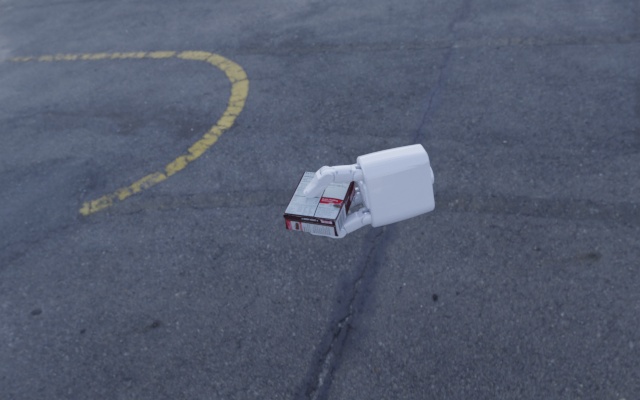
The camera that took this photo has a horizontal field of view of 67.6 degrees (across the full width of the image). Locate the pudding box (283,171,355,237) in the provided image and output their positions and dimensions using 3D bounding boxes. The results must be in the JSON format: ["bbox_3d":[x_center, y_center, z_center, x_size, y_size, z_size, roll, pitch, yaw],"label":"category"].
[{"bbox_3d":[0.000,0.002,0.779,0.090,0.039,0.113,7,42,18],"label":"pudding box"}]
